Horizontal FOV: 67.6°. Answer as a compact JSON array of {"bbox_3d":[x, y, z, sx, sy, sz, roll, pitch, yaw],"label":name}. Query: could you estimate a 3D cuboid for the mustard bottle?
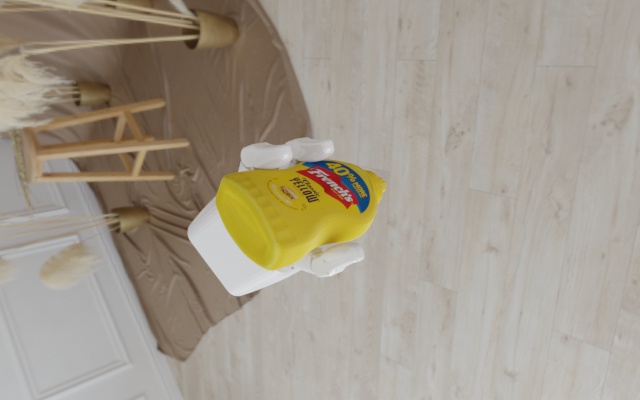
[{"bbox_3d":[0.000,0.001,0.474,0.191,0.058,0.096,-15,52,-43],"label":"mustard bottle"}]
